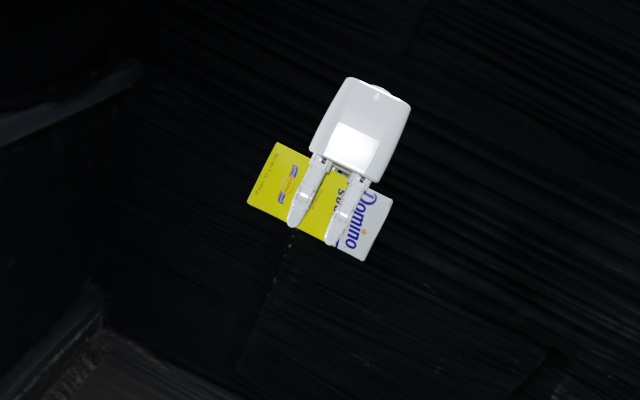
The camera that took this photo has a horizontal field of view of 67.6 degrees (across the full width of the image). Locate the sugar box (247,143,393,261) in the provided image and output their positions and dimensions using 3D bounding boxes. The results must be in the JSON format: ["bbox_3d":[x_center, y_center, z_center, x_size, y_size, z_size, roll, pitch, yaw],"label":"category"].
[{"bbox_3d":[0.000,0.002,0.651,0.176,0.093,0.048,26,0,3],"label":"sugar box"}]
